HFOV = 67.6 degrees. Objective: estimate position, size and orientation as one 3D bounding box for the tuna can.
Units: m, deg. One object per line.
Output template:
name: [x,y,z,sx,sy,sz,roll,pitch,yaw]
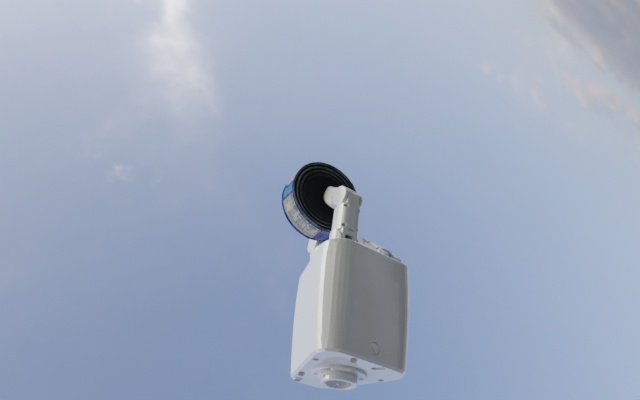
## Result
tuna can: [0.000,0.002,0.540,0.086,0.086,0.034,0,-25,-35]
